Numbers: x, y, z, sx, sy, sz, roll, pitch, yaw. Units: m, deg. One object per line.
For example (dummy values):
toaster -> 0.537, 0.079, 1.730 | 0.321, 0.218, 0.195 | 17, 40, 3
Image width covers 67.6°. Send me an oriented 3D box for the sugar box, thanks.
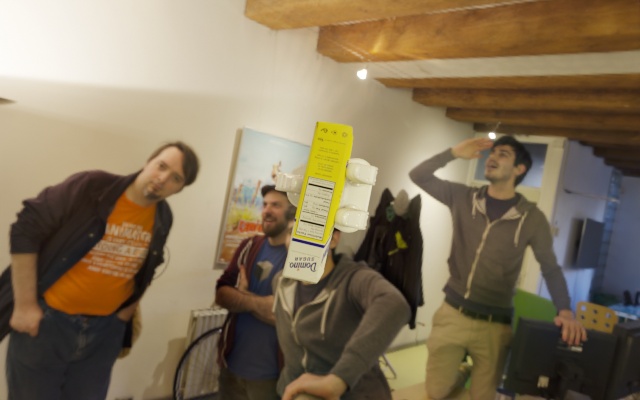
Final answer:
sugar box -> 0.001, 0.002, 0.558 | 0.048, 0.176, 0.093 | 10, 1, 5
